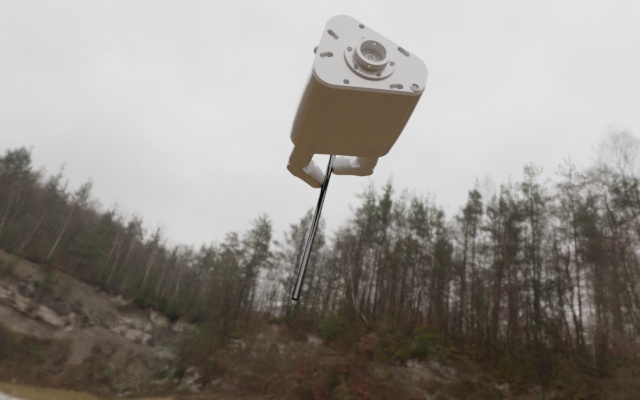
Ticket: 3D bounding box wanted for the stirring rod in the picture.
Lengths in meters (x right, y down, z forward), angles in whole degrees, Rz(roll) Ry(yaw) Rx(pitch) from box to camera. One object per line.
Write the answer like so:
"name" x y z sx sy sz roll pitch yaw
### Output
"stirring rod" 0.000 0.002 0.559 0.011 0.239 0.011 12 -29 6
